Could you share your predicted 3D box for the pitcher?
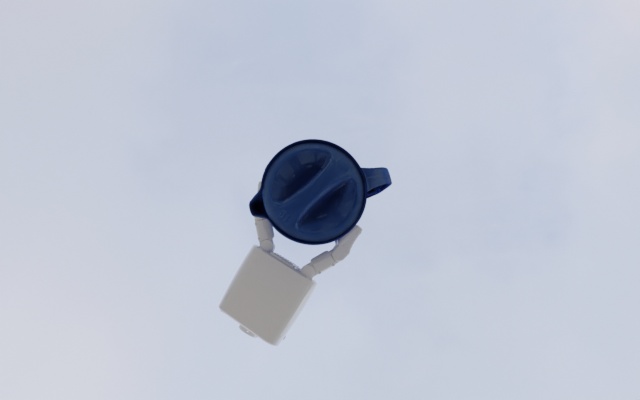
[{"bbox_3d":[0.000,0.002,0.702,0.149,0.145,0.243,29,-7,3],"label":"pitcher"}]
